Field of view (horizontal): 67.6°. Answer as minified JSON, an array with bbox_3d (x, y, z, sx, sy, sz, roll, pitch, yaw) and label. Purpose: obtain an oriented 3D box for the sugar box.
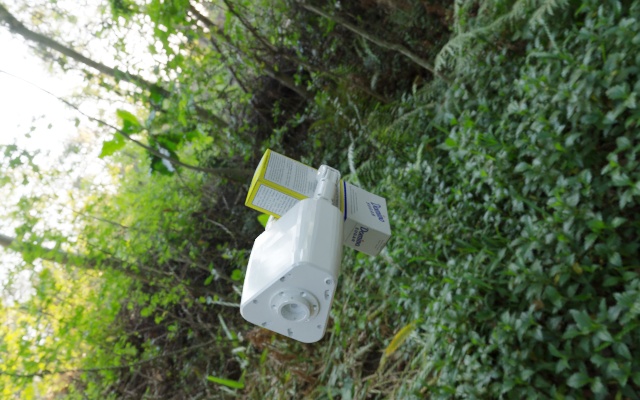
[{"bbox_3d":[0.000,0.002,0.603,0.176,0.048,0.093,25,28,-12],"label":"sugar box"}]
